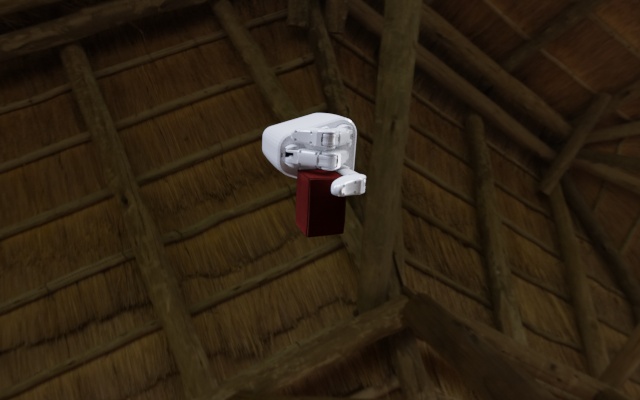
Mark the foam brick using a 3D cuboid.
[{"bbox_3d":[0.000,0.002,0.623,0.053,0.078,0.051,-2,17,-20],"label":"foam brick"}]
